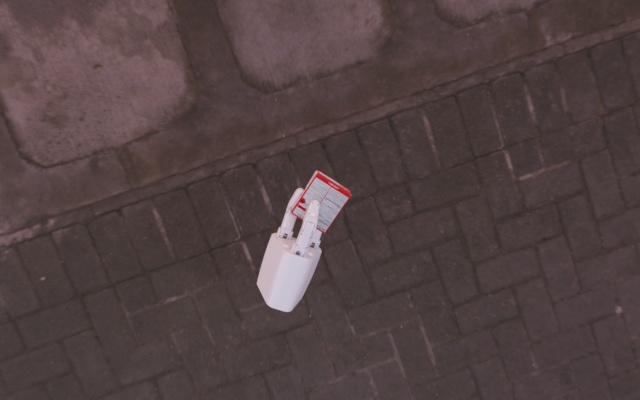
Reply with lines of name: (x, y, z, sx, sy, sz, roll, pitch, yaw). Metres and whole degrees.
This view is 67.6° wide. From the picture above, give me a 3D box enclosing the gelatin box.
gelatin box: (0.000, 0.003, 0.846, 0.073, 0.089, 0.030, 32, 12, -10)
